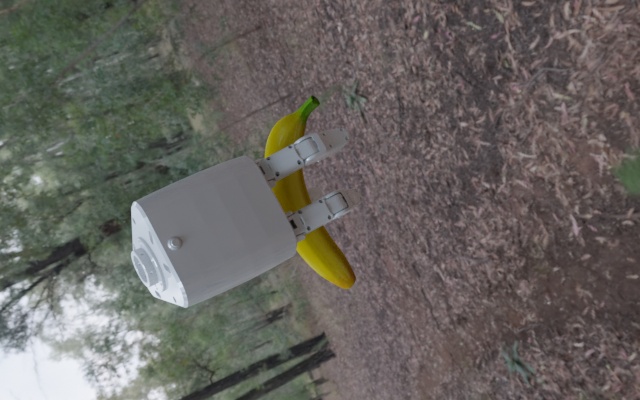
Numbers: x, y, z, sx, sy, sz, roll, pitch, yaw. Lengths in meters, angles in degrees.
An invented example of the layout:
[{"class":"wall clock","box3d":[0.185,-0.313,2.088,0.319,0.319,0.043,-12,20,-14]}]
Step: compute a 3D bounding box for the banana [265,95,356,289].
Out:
[{"class":"banana","box3d":[-0.017,0.000,0.484,0.069,0.198,0.037,-6,13,31]}]
